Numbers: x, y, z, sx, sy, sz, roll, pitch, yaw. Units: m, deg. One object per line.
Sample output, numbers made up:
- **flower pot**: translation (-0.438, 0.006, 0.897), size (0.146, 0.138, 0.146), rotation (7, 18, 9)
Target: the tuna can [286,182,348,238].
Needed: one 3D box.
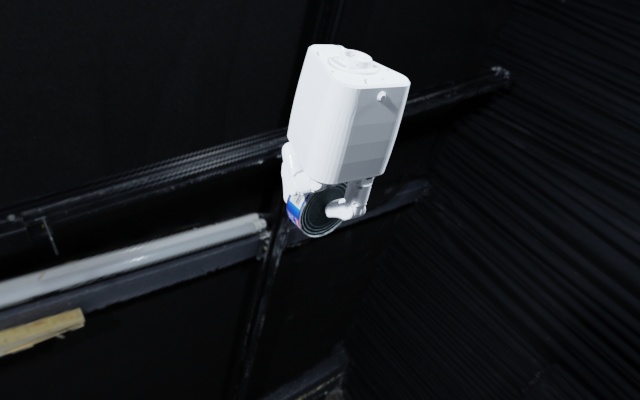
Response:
- **tuna can**: translation (0.000, 0.002, 0.601), size (0.086, 0.086, 0.033), rotation (0, 31, -45)
